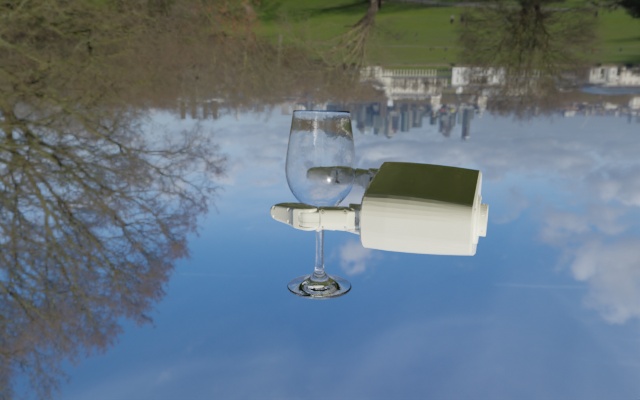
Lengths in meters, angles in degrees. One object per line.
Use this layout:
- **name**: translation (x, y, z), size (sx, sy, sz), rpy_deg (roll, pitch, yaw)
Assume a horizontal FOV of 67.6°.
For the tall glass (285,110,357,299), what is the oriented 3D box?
- **tall glass**: translation (0.000, 0.002, 0.531), size (0.079, 0.201, 0.079), rpy_deg (0, 11, 0)
